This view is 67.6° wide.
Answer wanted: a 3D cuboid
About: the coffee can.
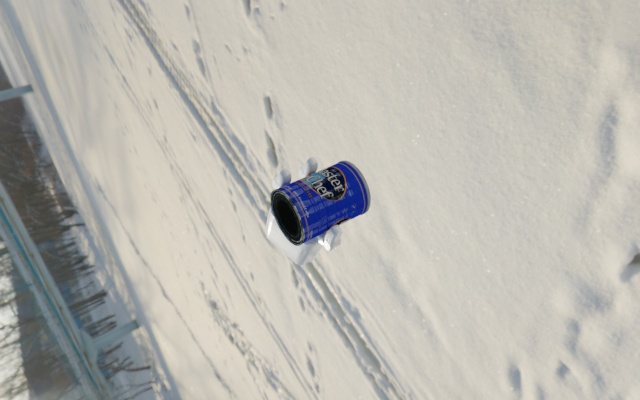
[{"bbox_3d":[0.000,0.003,0.816,0.140,0.103,0.103,-25,11,-26],"label":"coffee can"}]
